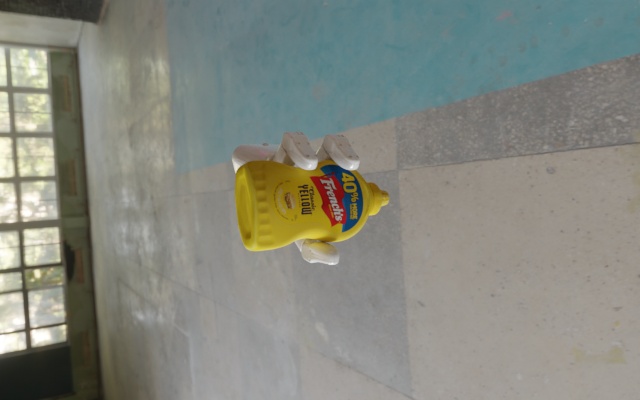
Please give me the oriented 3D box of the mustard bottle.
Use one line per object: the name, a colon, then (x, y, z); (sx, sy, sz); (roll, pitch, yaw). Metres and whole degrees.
mustard bottle: (0.000, 0.002, 0.556); (0.191, 0.096, 0.058); (-3, -9, -31)
